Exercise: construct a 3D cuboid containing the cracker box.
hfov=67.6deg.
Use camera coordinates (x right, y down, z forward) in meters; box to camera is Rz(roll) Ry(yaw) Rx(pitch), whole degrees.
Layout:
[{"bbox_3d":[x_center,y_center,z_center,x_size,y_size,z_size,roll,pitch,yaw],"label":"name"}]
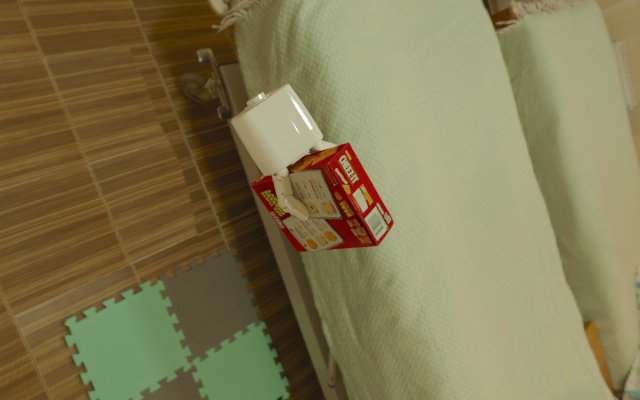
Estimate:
[{"bbox_3d":[0.000,0.003,0.829,0.214,0.164,0.072,-11,28,49],"label":"cracker box"}]
